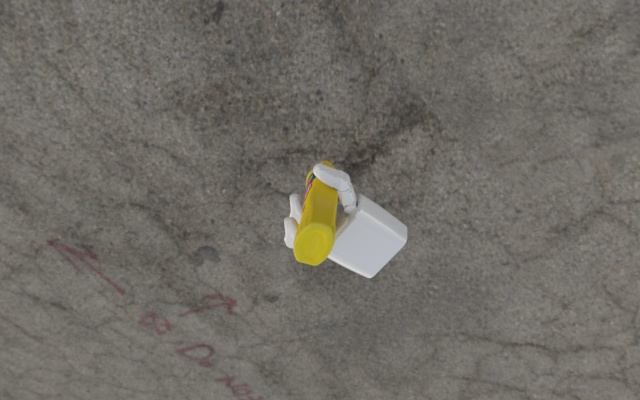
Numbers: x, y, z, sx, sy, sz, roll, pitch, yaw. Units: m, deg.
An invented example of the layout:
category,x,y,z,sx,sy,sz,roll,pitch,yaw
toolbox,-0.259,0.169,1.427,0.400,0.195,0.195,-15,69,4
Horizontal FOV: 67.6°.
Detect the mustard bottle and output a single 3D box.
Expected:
category,x,y,z,sx,sy,sz,roll,pitch,yaw
mustard bottle,0.000,0.003,0.763,0.058,0.096,0.191,13,44,-4
